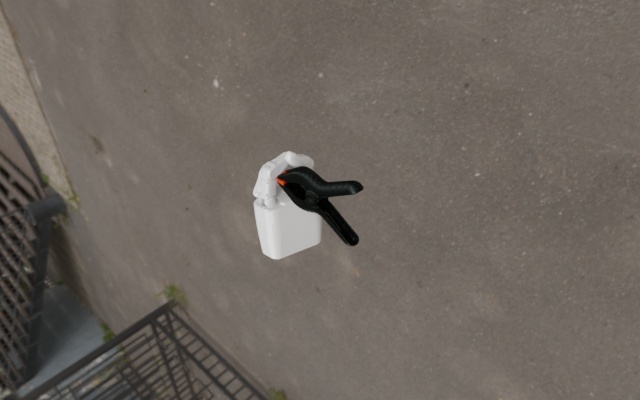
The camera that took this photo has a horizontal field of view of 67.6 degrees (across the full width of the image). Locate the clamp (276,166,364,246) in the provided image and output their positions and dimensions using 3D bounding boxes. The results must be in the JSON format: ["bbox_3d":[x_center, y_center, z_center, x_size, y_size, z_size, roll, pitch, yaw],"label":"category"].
[{"bbox_3d":[0.000,0.003,0.762,0.171,0.120,0.039,23,38,38],"label":"clamp"}]
